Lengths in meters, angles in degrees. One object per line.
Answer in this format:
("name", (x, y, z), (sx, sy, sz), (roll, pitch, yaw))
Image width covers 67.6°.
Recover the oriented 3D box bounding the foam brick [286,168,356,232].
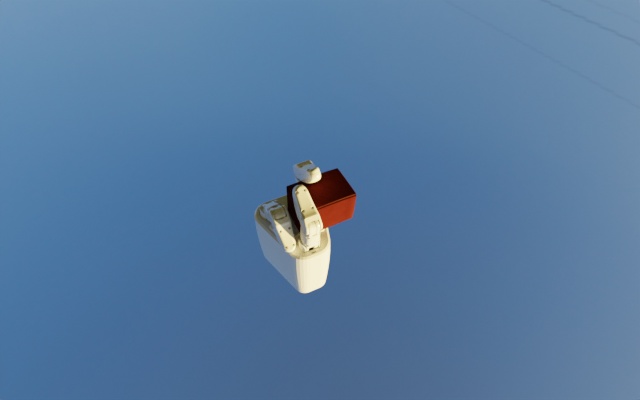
("foam brick", (0.000, 0.002, 0.630), (0.078, 0.053, 0.051), (-20, -35, -15))
